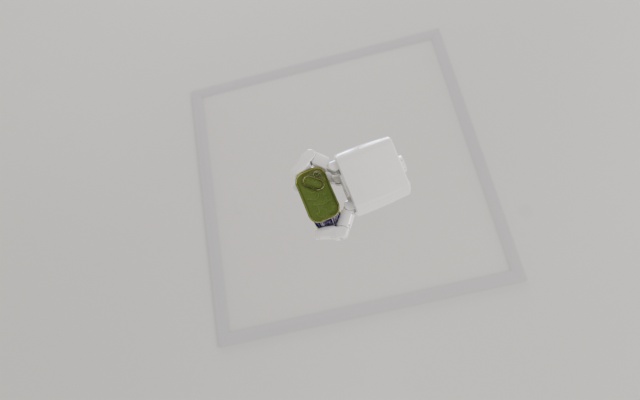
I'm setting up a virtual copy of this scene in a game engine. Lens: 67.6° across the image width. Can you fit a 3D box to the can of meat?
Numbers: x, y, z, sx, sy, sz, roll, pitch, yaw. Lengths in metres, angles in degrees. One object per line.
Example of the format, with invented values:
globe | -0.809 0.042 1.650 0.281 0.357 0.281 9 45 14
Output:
can of meat | 0.000 0.003 0.867 0.057 0.102 0.084 -23 -22 0
